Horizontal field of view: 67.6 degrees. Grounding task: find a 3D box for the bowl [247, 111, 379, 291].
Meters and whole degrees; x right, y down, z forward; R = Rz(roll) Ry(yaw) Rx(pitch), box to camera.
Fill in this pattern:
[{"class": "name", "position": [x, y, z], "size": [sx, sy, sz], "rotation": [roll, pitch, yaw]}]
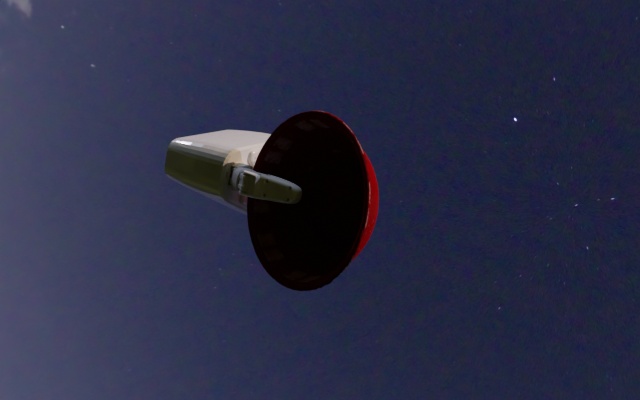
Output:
[{"class": "bowl", "position": [0.001, 0.002, 0.445], "size": [0.055, 0.162, 0.162], "rotation": [6, -5, -44]}]
